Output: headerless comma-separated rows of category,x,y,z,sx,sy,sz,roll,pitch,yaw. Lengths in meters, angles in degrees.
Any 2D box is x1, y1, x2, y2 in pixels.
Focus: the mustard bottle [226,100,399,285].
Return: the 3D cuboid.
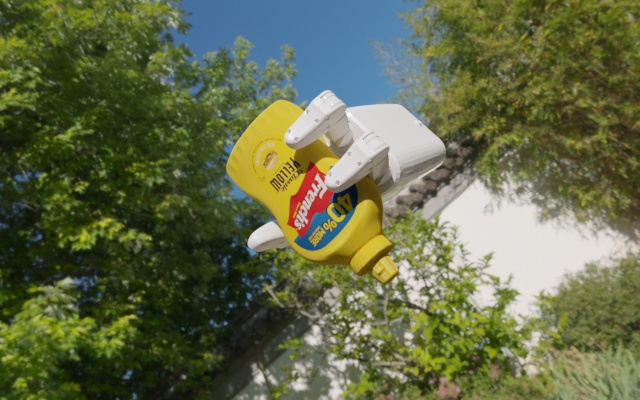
mustard bottle,0.000,0.001,0.441,0.191,0.096,0.058,47,15,20
